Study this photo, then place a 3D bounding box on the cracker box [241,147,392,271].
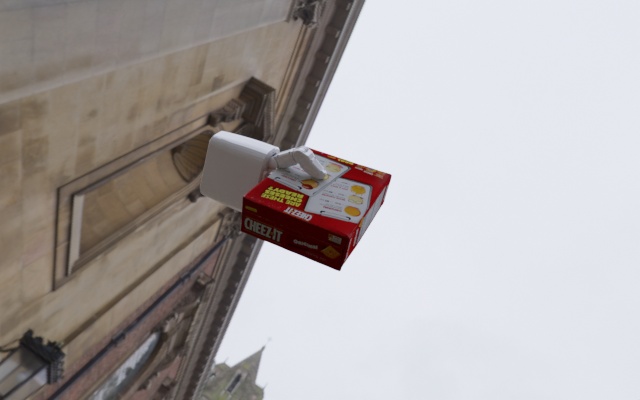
[{"bbox_3d":[0.000,0.002,0.745,0.164,0.072,0.213,20,33,15],"label":"cracker box"}]
